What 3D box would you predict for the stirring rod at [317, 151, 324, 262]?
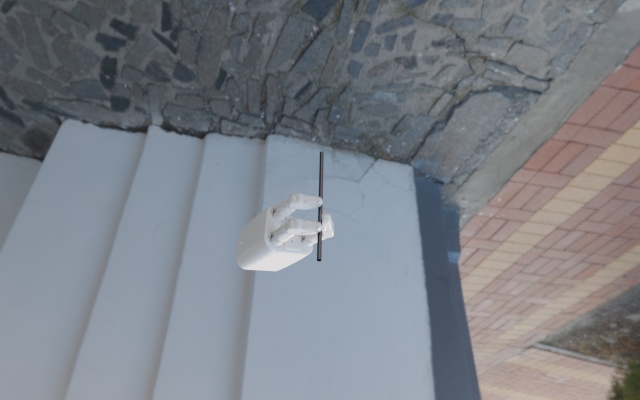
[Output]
[{"bbox_3d":[0.000,0.003,0.865,0.011,0.239,0.011,1,-36,1],"label":"stirring rod"}]
